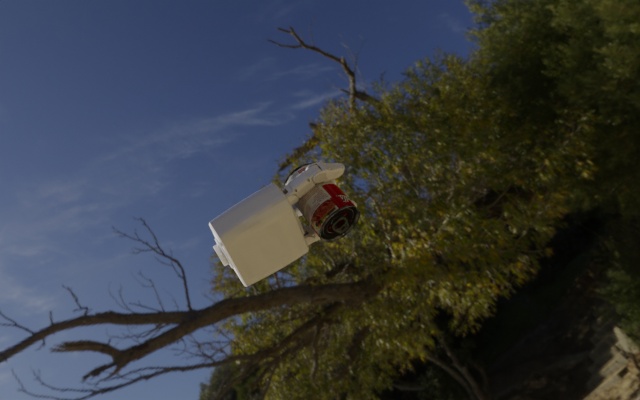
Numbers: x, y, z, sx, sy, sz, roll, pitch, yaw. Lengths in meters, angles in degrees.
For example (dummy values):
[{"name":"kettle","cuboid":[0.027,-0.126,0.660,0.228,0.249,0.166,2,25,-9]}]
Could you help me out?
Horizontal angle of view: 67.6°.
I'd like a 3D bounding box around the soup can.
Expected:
[{"name":"soup can","cuboid":[0.000,0.002,0.689,0.068,0.068,0.102,0,39,-45]}]
